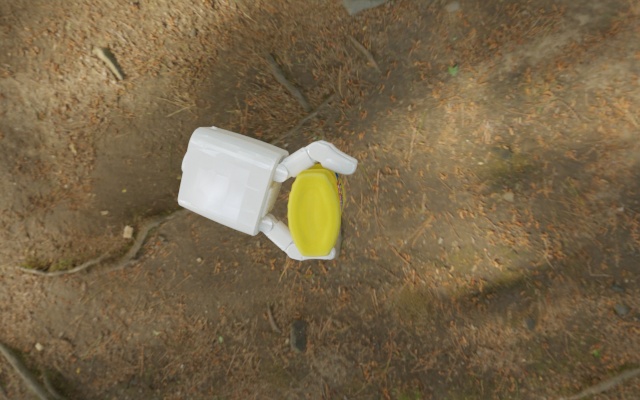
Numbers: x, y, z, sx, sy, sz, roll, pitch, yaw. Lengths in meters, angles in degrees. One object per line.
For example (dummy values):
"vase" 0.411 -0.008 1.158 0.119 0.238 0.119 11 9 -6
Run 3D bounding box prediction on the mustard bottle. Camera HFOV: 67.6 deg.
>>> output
"mustard bottle" 0.000 0.002 0.605 0.058 0.096 0.191 -3 9 5
